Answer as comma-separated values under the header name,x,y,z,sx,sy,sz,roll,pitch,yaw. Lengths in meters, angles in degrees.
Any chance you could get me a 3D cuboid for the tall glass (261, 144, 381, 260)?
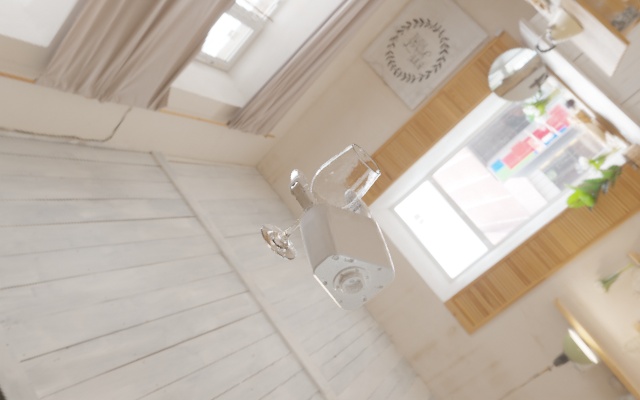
name,x,y,z,sx,sy,sz,roll,pitch,yaw
tall glass,0.000,0.003,0.743,0.201,0.079,0.079,-44,-17,18
